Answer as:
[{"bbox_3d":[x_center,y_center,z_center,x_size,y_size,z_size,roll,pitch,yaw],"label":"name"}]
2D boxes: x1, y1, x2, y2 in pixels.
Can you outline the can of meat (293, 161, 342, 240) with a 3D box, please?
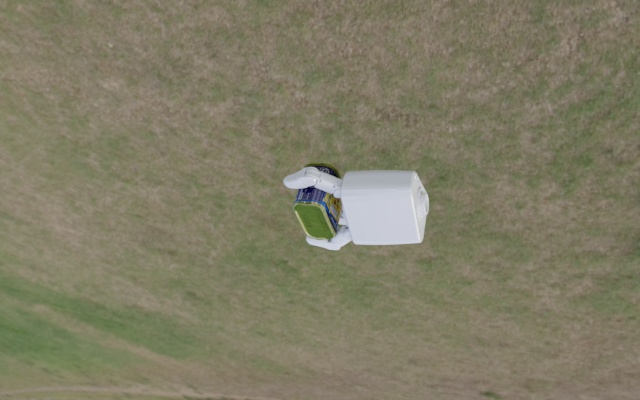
[{"bbox_3d":[0.000,0.003,0.763,0.057,0.084,0.102,1,-38,21],"label":"can of meat"}]
